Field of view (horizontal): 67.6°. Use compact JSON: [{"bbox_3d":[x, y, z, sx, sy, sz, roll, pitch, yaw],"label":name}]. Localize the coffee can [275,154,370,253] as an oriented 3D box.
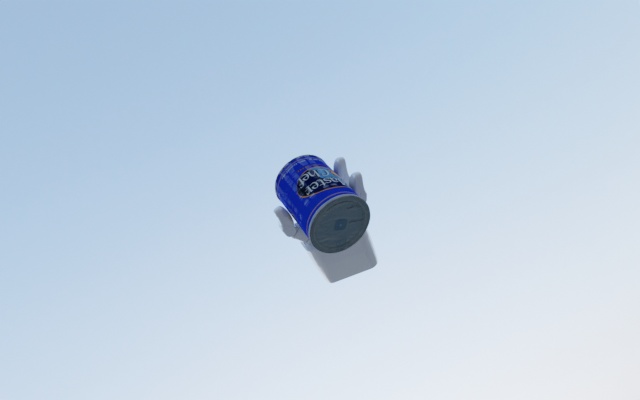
[{"bbox_3d":[0.000,0.002,0.762,0.103,0.103,0.140,0,30,-31],"label":"coffee can"}]
